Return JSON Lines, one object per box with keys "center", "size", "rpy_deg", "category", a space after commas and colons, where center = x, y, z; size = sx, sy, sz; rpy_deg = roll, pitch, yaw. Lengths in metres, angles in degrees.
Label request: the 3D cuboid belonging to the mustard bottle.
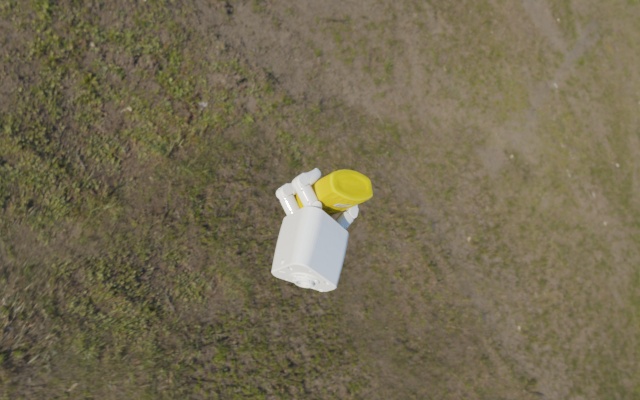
{"center": [0.000, 0.002, 0.872], "size": [0.096, 0.058, 0.192], "rpy_deg": [3, -20, -37], "category": "mustard bottle"}
